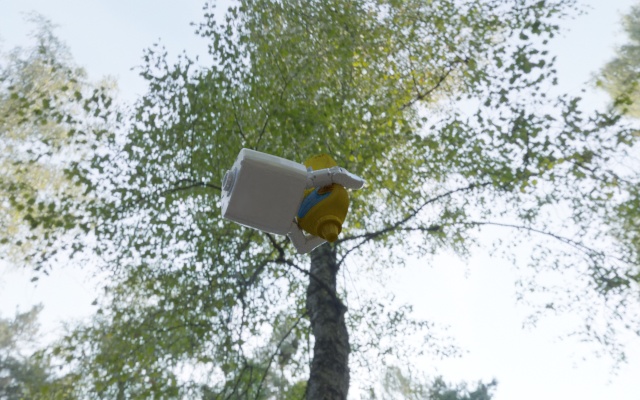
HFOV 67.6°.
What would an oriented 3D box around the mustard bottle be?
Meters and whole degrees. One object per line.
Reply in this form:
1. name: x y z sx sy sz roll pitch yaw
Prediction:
1. mustard bottle: 0.000 0.003 0.789 0.058 0.096 0.191 42 17 -31
